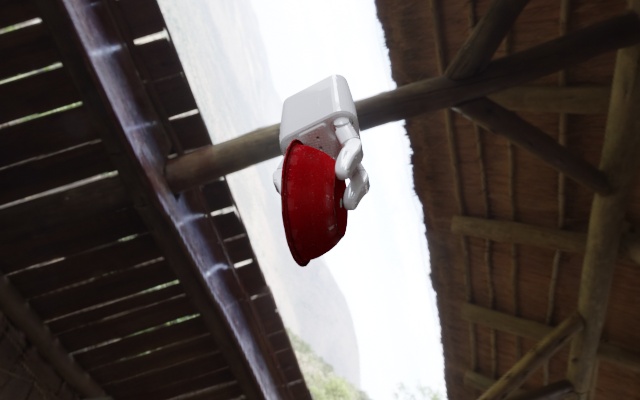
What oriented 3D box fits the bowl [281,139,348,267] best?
[{"bbox_3d":[0.000,0.003,0.599,0.055,0.162,0.162,-3,-1,14],"label":"bowl"}]
